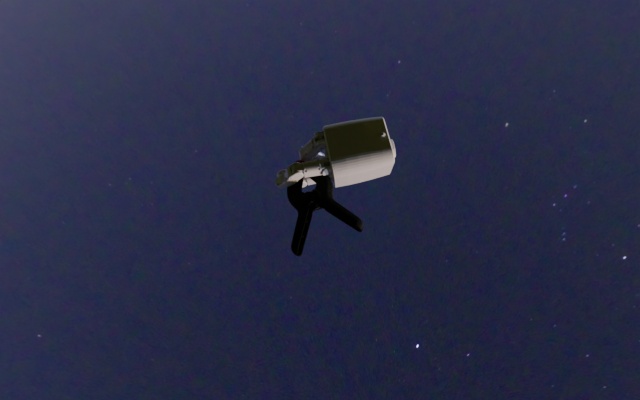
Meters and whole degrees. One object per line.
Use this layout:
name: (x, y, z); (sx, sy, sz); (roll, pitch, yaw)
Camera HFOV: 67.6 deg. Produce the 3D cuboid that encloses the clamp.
clamp: (0.000, 0.003, 0.794); (0.120, 0.171, 0.039); (-11, -28, 1)
